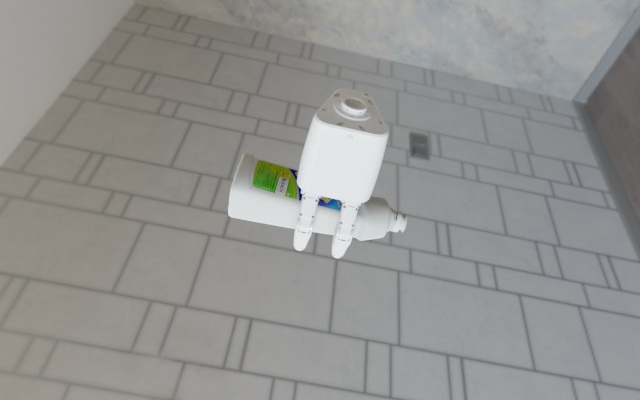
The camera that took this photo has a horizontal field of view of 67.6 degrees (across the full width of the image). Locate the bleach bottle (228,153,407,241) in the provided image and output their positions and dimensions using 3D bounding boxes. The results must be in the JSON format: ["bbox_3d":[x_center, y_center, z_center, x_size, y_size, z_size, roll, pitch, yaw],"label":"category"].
[{"bbox_3d":[0.000,0.002,0.694,0.251,0.068,0.102,11,39,-4],"label":"bleach bottle"}]
